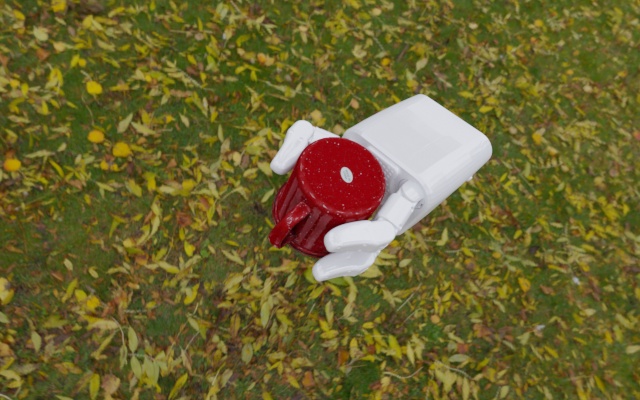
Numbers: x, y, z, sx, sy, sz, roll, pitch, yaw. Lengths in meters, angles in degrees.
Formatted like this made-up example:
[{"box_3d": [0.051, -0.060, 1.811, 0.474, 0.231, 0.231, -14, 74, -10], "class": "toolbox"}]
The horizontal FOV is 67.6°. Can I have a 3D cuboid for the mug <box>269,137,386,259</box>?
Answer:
[{"box_3d": [-0.001, 0.002, 0.432, 0.117, 0.093, 0.081, -34, -13, -30], "class": "mug"}]
